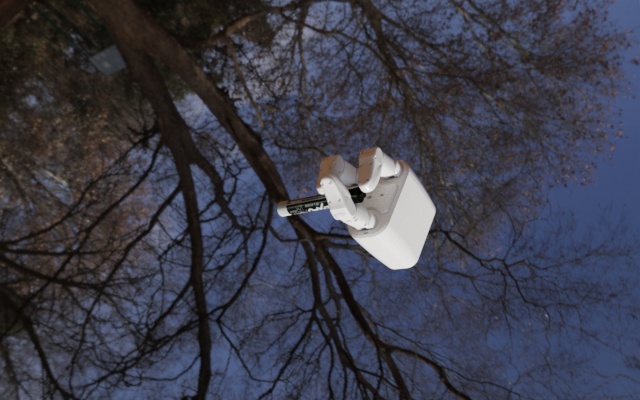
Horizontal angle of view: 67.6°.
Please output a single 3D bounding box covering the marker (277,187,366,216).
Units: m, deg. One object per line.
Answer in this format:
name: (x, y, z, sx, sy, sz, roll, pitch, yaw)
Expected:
marker: (0.000, 0.002, 0.575, 0.121, 0.020, 0.020, -11, -6, 32)
